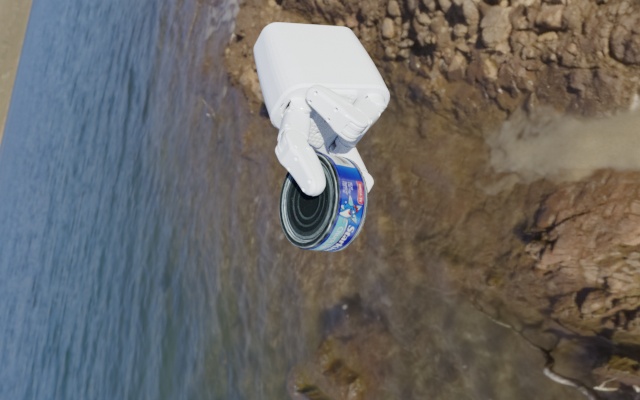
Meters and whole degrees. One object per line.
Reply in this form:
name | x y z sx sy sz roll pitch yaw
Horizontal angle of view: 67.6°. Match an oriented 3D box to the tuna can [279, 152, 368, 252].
tuna can | 0.000 0.001 0.417 0.034 0.086 0.086 8 -5 -38
